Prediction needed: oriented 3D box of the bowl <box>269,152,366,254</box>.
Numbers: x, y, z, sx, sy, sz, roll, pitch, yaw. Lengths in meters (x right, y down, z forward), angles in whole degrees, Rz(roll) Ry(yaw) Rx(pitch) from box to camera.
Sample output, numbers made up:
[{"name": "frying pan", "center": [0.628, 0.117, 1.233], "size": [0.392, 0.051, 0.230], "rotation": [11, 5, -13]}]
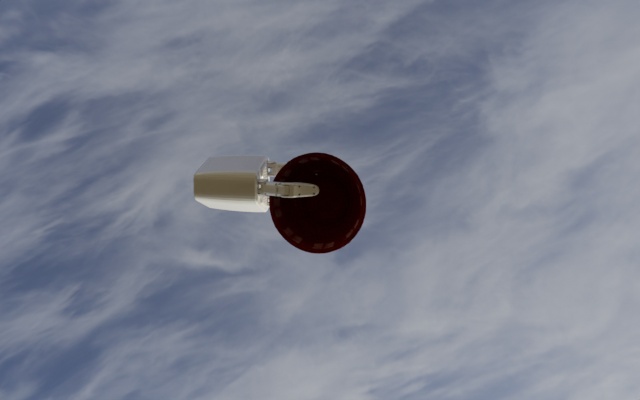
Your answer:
[{"name": "bowl", "center": [0.001, 0.003, 0.780], "size": [0.162, 0.162, 0.055], "rotation": [0, 5, 16]}]
